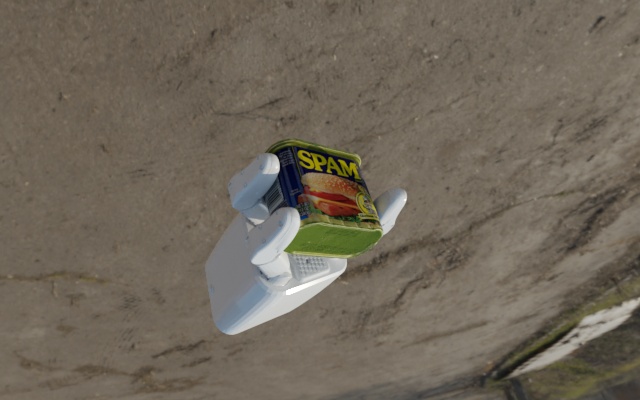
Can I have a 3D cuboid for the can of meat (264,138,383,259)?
[{"bbox_3d":[0.000,0.002,0.421,0.102,0.084,0.057,9,-39,-38],"label":"can of meat"}]
